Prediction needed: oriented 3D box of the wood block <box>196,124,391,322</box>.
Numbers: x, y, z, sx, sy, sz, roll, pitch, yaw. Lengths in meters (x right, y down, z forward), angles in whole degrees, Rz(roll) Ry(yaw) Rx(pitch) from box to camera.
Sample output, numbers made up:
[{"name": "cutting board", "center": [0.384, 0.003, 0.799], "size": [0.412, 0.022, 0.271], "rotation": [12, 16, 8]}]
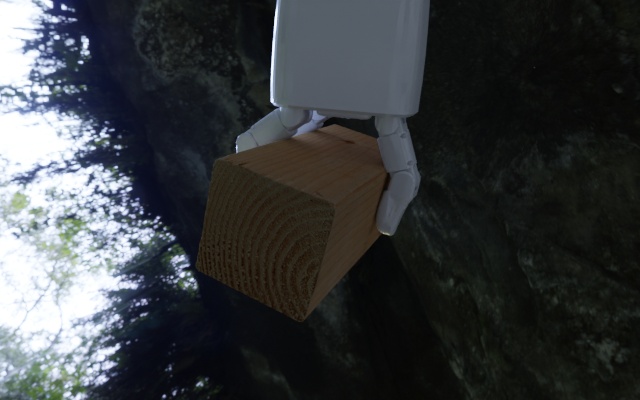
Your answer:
[{"name": "wood block", "center": [0.000, 0.001, 0.402], "size": [0.091, 0.090, 0.206], "rotation": [22, 22, 17]}]
